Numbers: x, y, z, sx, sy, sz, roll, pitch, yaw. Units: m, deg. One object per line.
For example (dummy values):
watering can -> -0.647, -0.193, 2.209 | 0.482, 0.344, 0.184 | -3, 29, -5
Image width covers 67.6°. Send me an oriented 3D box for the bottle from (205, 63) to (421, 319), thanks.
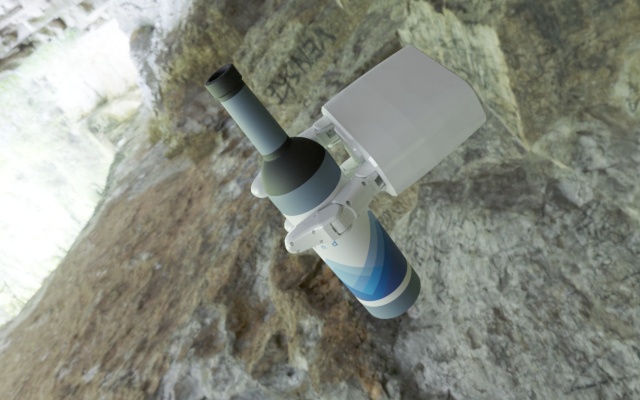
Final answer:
bottle -> 0.000, 0.002, 0.442 | 0.069, 0.069, 0.296 | 0, -42, 46
